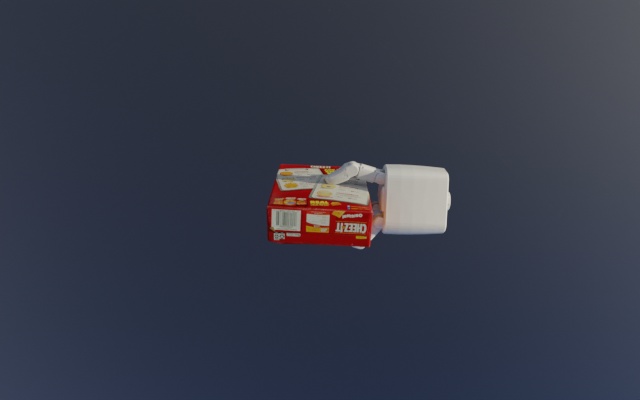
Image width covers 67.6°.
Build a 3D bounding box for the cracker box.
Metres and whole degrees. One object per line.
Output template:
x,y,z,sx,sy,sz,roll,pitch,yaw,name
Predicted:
0.000,0.003,0.828,0.164,0.072,0.213,3,22,0,cracker box
